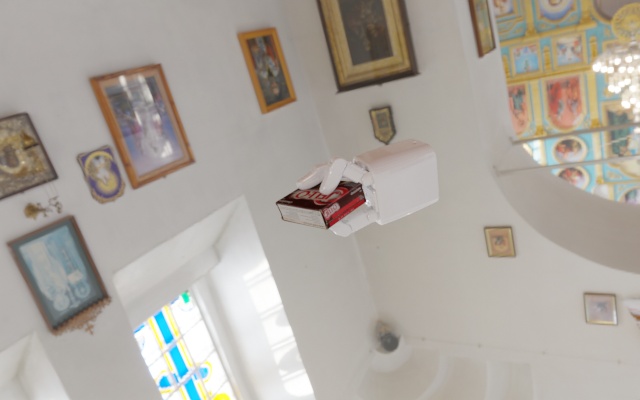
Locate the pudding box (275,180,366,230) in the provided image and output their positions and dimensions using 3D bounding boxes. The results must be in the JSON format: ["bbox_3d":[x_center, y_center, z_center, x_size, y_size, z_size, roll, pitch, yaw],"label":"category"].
[{"bbox_3d":[0.000,0.003,0.737,0.090,0.039,0.113,-32,23,-34],"label":"pudding box"}]
